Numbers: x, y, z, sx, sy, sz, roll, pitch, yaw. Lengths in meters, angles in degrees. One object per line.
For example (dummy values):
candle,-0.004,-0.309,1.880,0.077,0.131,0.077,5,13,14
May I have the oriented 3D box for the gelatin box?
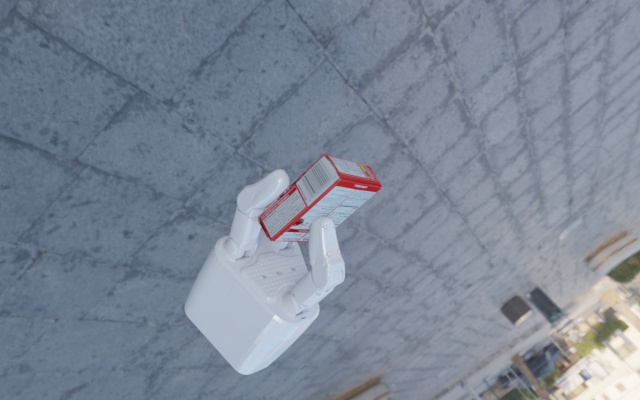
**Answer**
gelatin box,0.001,0.002,0.420,0.089,0.030,0.073,-42,-26,25
